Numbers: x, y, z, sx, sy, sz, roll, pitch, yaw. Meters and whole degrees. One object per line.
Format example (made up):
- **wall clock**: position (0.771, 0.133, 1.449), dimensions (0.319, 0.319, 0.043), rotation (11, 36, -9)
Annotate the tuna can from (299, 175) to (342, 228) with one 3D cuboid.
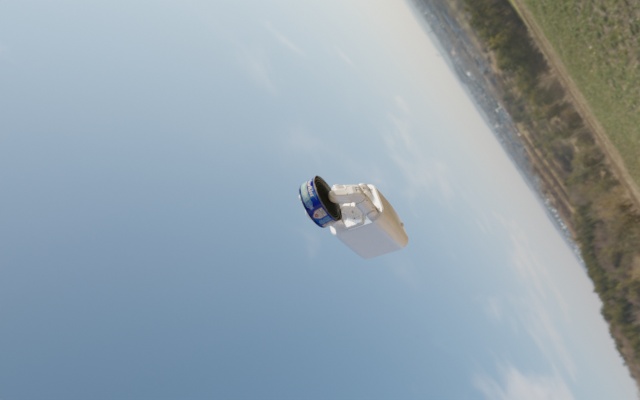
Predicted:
- **tuna can**: position (0.000, 0.003, 0.811), dimensions (0.034, 0.086, 0.086), rotation (-29, -10, 18)
